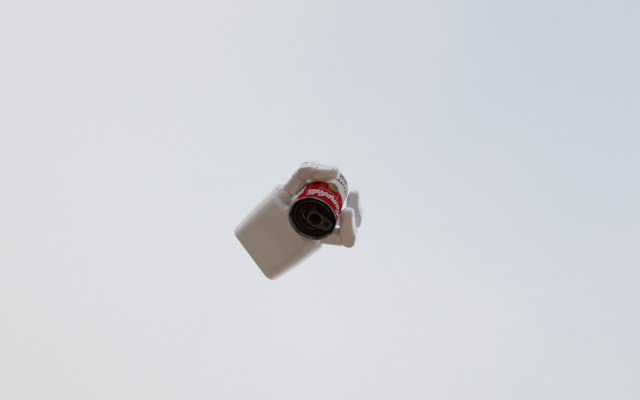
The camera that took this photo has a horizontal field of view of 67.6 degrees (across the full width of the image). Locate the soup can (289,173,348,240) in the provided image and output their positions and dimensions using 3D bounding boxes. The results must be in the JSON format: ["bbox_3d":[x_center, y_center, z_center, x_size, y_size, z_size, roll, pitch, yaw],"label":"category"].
[{"bbox_3d":[0.000,0.002,0.697,0.068,0.068,0.102,0,28,15],"label":"soup can"}]
